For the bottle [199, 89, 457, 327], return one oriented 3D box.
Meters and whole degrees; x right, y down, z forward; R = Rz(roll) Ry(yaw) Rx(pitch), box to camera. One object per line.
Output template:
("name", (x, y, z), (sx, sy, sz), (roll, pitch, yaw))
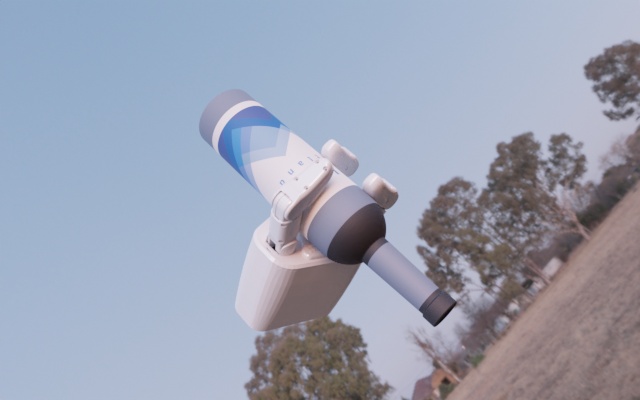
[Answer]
("bottle", (0.000, 0.001, 0.439), (0.295, 0.069, 0.069), (42, 20, 25))
